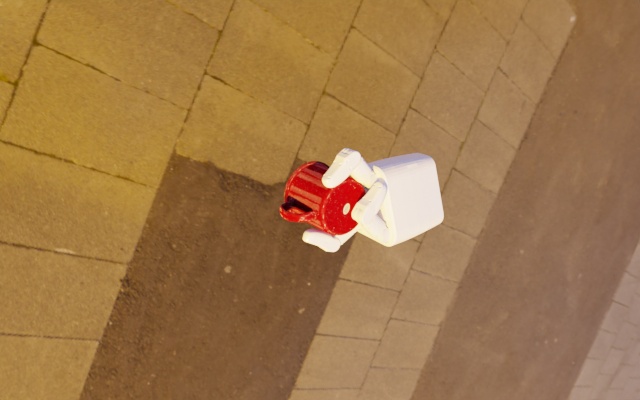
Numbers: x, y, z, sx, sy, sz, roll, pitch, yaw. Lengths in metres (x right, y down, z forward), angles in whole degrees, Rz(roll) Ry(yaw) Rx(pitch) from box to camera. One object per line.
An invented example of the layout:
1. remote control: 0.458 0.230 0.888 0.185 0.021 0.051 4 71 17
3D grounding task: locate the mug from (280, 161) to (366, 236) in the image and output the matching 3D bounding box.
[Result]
1. mug: -0.001 0.003 0.656 0.117 0.093 0.081 -18 27 -32
